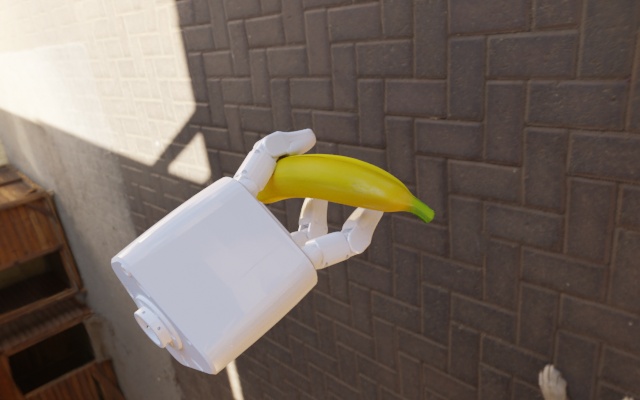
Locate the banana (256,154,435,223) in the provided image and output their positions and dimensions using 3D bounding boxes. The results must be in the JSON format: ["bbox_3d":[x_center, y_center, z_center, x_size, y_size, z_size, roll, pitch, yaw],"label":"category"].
[{"bbox_3d":[-0.005,-0.011,0.412,0.198,0.037,0.070,9,-39,40],"label":"banana"}]
